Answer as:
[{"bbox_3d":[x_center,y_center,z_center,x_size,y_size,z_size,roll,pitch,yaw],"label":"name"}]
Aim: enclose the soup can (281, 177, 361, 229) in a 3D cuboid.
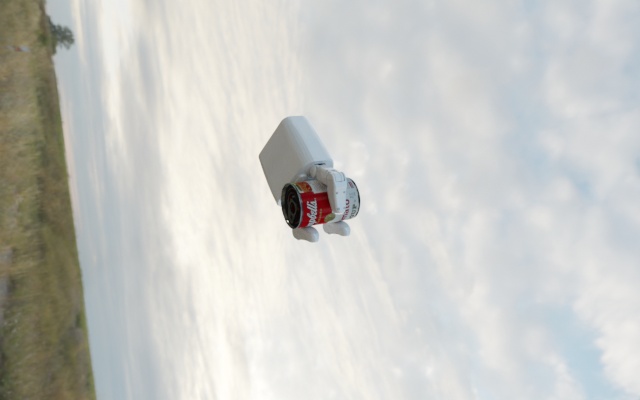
[{"bbox_3d":[0.001,0.003,0.719,0.102,0.068,0.068,-8,4,-28],"label":"soup can"}]
